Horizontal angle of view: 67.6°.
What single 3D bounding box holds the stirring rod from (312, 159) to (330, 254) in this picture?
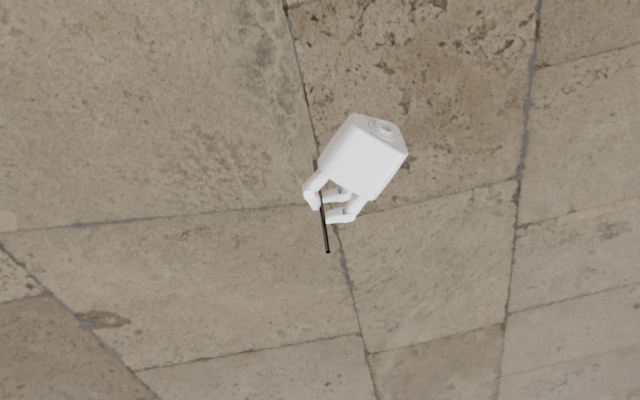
[{"bbox_3d":[0.000,0.003,0.867,0.011,0.011,0.239,0,43,-8],"label":"stirring rod"}]
